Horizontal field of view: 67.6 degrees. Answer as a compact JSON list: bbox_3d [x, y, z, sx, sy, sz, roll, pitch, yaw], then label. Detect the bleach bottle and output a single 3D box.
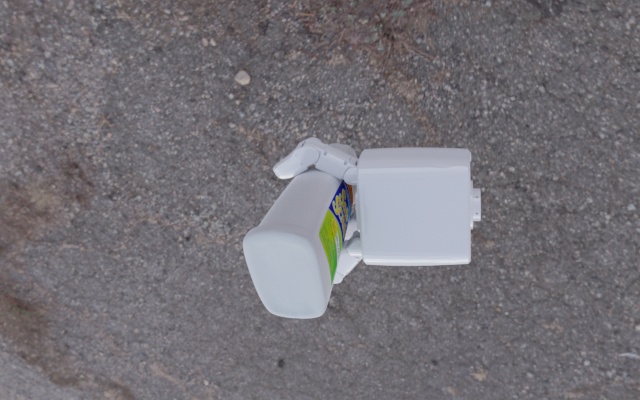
[{"bbox_3d":[0.000,0.002,0.509,0.068,0.103,0.250,-1,33,17],"label":"bleach bottle"}]
